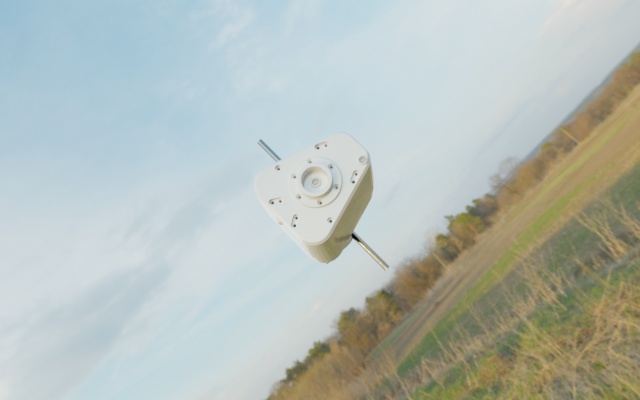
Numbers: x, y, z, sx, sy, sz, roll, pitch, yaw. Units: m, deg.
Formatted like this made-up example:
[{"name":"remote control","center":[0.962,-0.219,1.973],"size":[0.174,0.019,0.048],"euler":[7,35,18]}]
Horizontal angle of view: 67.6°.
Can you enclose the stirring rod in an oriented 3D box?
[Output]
[{"name":"stirring rod","center":[0.000,0.002,0.619],"size":[0.239,0.011,0.011],"euler":[45,13,14]}]
